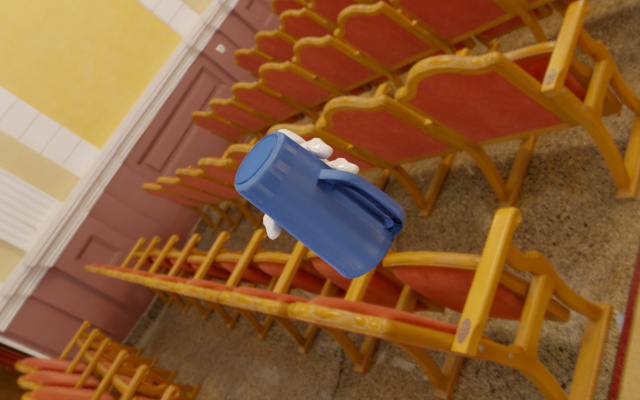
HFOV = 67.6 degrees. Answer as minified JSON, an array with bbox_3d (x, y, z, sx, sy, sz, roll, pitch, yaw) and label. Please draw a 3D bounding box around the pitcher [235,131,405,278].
[{"bbox_3d":[0.000,0.002,0.727,0.243,0.149,0.145,38,6,-26],"label":"pitcher"}]
